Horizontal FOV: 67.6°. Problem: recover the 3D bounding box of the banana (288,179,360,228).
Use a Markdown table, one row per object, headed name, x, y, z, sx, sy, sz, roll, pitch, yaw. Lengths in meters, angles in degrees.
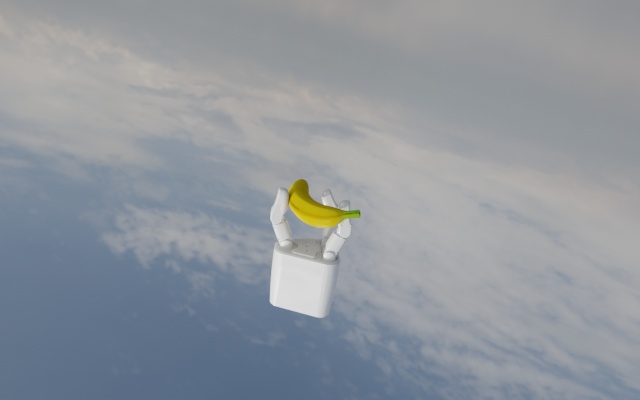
| name | x | y | z | sx | sy | sz | roll | pitch | yaw |
| --- | --- | --- | --- | --- | --- | --- | --- | --- | --- |
| banana | -0.015 | 0.006 | 0.768 | 0.069 | 0.037 | 0.197 | -8 | 22 | -27 |
